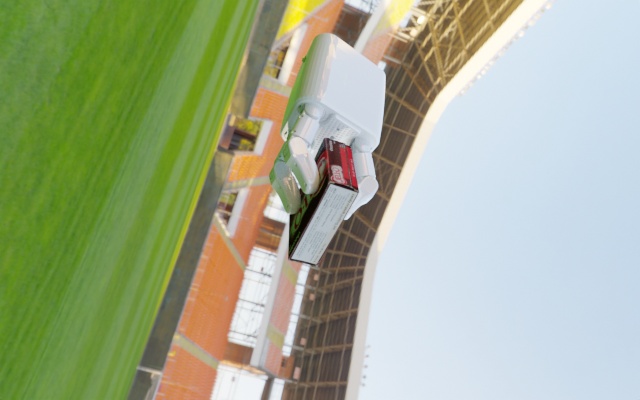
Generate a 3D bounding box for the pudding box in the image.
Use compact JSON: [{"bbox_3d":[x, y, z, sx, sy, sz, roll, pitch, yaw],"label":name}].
[{"bbox_3d":[0.000,0.002,0.521,0.039,0.113,0.090,17,33,-13],"label":"pudding box"}]
